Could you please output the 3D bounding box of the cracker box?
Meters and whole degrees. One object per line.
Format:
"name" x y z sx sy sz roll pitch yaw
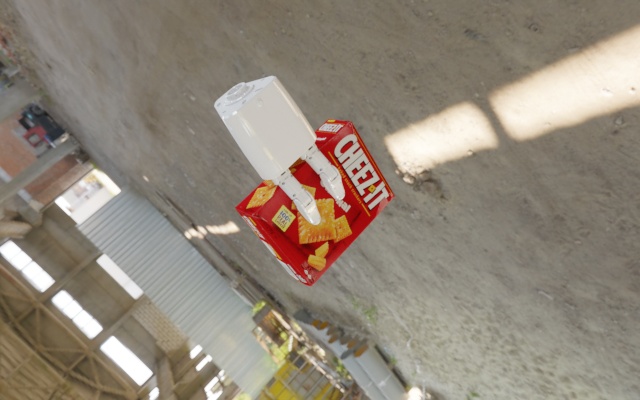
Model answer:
"cracker box" 0.000 0.003 0.750 0.213 0.164 0.072 -45 31 -17
